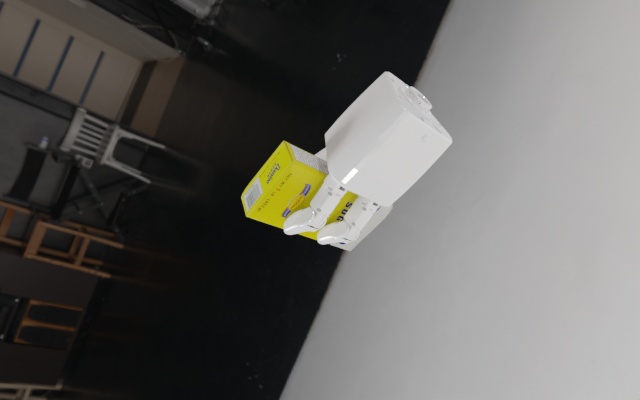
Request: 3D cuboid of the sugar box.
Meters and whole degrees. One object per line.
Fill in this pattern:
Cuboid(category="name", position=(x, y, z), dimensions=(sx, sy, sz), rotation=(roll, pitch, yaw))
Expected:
Cuboid(category="sugar box", position=(0.000, 0.002, 0.592), dimensions=(0.176, 0.093, 0.048), rotation=(23, 31, -36))
